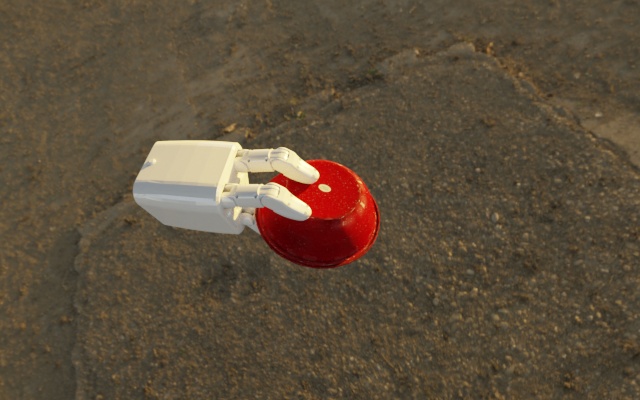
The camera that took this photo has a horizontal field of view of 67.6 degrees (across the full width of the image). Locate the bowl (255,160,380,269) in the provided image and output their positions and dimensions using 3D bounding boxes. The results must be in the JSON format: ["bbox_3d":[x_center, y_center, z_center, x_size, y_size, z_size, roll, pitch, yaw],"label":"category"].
[{"bbox_3d":[0.001,0.002,0.596,0.162,0.162,0.055,0,-37,-9],"label":"bowl"}]
